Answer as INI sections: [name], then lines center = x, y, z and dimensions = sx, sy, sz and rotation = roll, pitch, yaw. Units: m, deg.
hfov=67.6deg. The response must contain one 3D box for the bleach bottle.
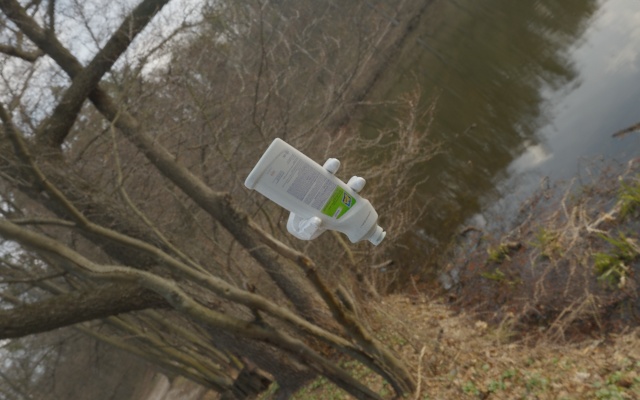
[bleach bottle]
center = 0.000, 0.003, 0.827
dimensions = 0.251, 0.102, 0.068
rotation = 35, -11, -6
